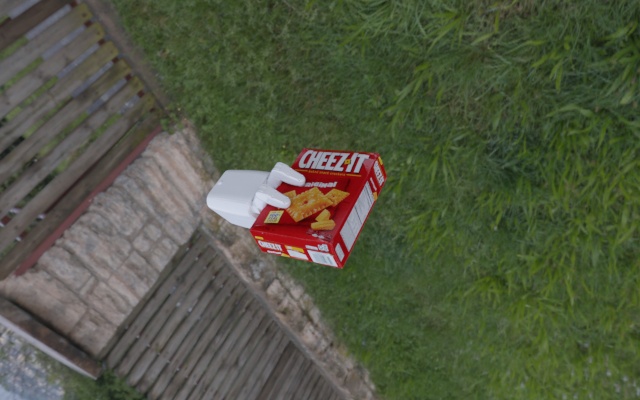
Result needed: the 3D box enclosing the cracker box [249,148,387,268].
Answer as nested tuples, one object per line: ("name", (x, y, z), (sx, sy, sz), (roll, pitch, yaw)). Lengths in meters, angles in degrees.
("cracker box", (0.000, 0.003, 0.839), (0.164, 0.213, 0.072), (8, -39, 30))
